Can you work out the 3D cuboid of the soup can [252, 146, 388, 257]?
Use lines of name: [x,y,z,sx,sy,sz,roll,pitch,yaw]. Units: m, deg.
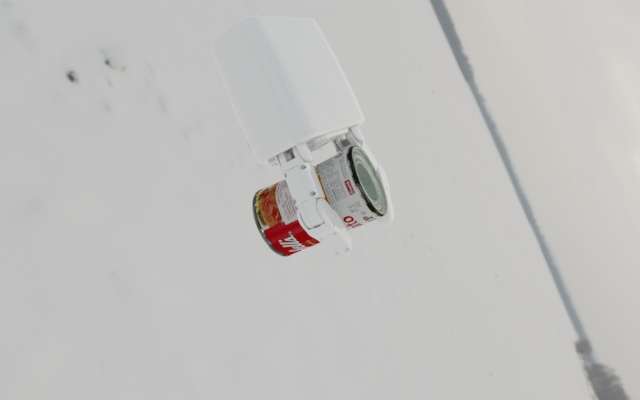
soup can: [0.000,0.002,0.427,0.102,0.068,0.068,-24,-10,22]
